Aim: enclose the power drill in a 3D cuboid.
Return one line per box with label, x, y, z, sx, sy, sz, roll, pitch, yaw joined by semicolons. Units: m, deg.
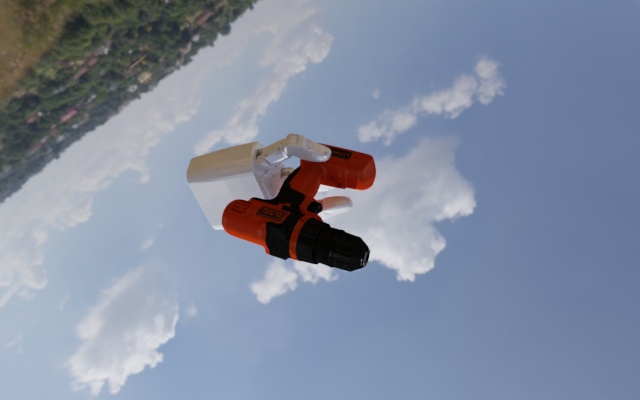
power drill;0.000;0.002;0.589;0.184;0.057;0.187;16;39;22
